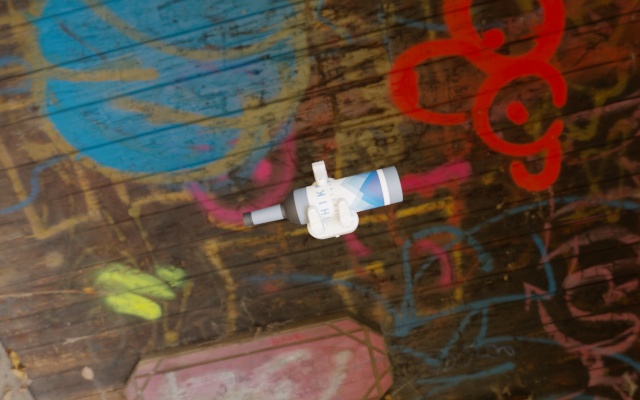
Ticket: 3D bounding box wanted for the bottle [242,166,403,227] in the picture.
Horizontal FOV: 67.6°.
[{"bbox_3d":[0.000,0.003,0.888,0.296,0.069,0.069,-13,-1,3],"label":"bottle"}]
